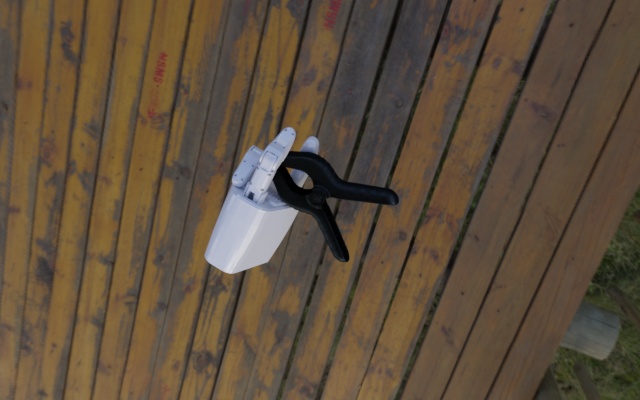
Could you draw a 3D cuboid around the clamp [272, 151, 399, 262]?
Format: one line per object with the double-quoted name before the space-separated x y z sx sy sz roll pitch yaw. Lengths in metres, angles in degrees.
"clamp" 0.000 0.002 0.612 0.171 0.120 0.039 30 18 4
